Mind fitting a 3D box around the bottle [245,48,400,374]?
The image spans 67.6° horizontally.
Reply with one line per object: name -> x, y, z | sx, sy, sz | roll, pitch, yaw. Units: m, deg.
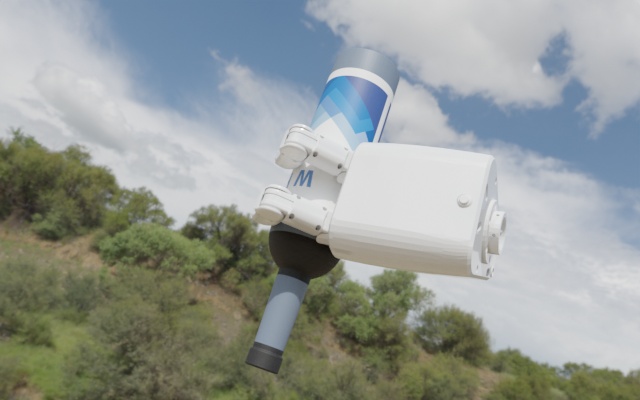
bottle -> 0.000, 0.001, 0.423 | 0.069, 0.295, 0.069 | 17, -21, 7
